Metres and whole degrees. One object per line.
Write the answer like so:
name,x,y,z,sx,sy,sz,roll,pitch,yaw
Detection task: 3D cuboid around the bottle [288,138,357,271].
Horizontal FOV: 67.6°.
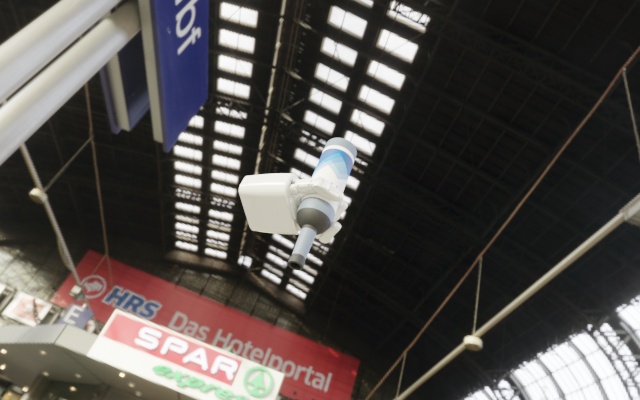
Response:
bottle,0.000,0.003,0.891,0.069,0.295,0.069,13,-39,11
